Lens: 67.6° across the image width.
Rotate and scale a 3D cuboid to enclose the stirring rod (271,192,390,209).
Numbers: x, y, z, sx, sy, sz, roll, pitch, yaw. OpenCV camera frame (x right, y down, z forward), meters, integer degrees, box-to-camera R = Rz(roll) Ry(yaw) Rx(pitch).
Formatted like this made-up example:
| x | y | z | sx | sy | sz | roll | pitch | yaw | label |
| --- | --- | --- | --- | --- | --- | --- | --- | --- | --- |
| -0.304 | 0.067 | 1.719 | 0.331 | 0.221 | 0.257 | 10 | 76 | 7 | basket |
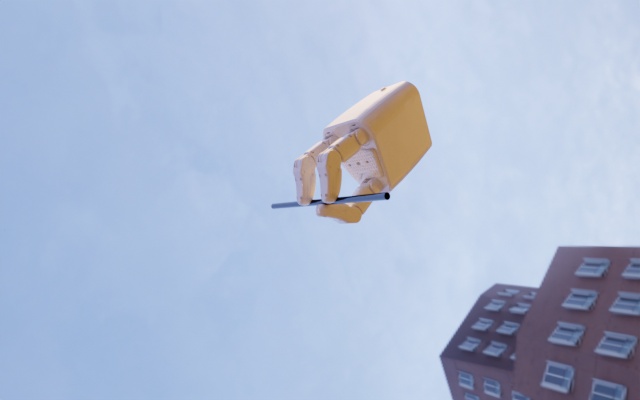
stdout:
| x | y | z | sx | sy | sz | roll | pitch | yaw | label |
| --- | --- | --- | --- | --- | --- | --- | --- | --- | --- |
| 0.000 | 0.002 | 0.574 | 0.011 | 0.011 | 0.239 | 0 | -3 | -33 | stirring rod |
